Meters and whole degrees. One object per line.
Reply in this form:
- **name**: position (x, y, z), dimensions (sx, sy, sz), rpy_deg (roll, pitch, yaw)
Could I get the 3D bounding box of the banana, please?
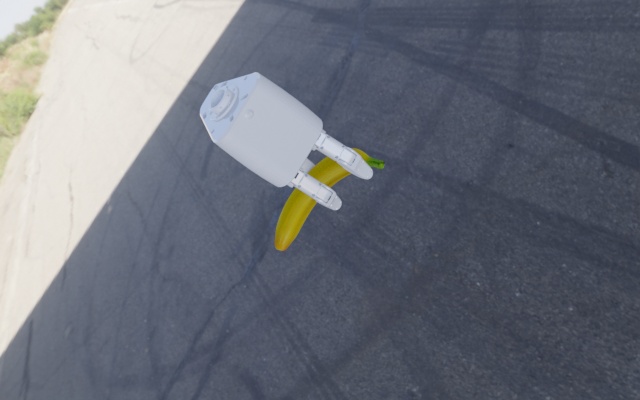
- **banana**: position (-0.003, -0.012, 0.677), dimensions (0.198, 0.069, 0.037), rpy_deg (-42, -45, 16)
